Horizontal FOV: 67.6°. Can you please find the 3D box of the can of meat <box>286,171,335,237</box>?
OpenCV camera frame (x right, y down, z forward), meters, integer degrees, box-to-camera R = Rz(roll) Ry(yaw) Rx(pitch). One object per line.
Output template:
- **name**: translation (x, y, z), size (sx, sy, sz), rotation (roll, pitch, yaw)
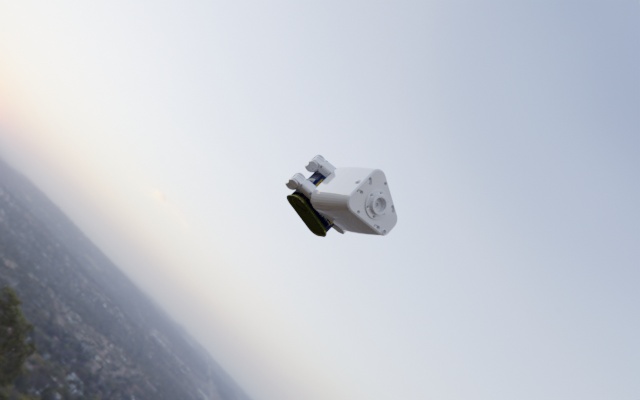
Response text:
- **can of meat**: translation (0.000, 0.003, 0.897), size (0.084, 0.102, 0.057), rotation (-45, 22, -22)
